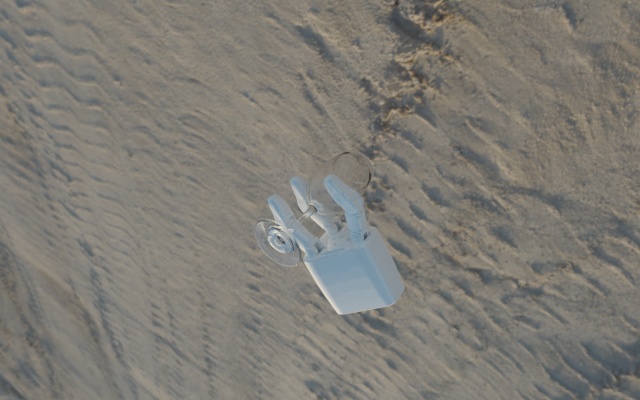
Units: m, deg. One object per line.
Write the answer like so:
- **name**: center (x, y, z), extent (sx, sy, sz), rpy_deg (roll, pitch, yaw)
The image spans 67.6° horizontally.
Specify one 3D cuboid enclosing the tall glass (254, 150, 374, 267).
- **tall glass**: center (0.000, 0.002, 0.669), extent (0.079, 0.079, 0.201), rpy_deg (0, 33, 41)
